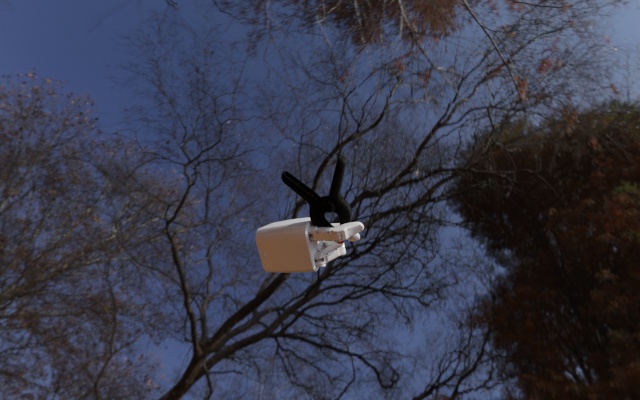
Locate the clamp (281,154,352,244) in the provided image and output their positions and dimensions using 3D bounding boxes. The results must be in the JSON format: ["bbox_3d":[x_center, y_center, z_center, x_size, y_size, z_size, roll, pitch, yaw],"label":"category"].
[{"bbox_3d":[0.000,0.003,0.877,0.120,0.171,0.039,-5,22,16],"label":"clamp"}]
